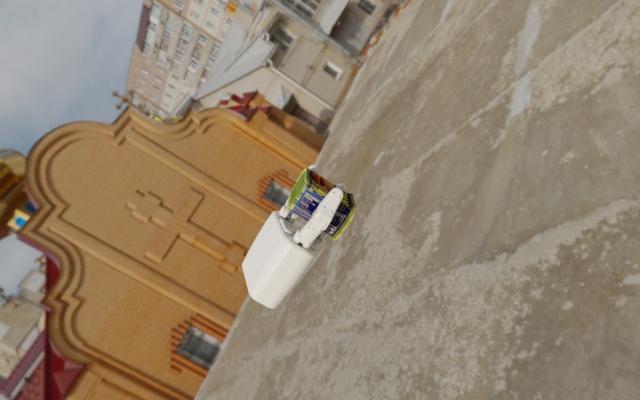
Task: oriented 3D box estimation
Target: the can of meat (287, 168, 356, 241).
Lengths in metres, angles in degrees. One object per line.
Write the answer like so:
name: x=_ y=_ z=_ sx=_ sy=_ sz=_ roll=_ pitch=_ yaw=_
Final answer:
can of meat: x=0.000 y=0.002 z=0.705 sx=0.084 sy=0.057 sz=0.102 roll=31 pitch=16 yaw=-11
